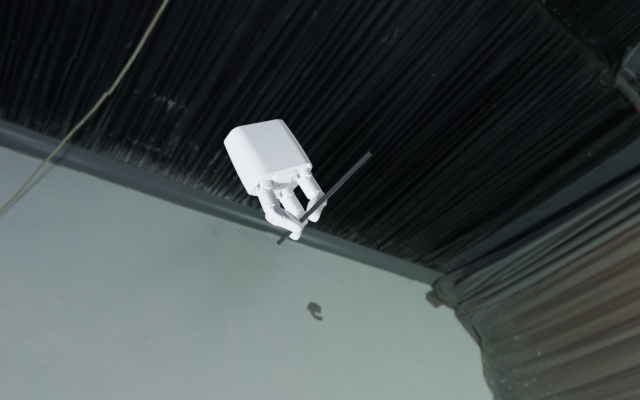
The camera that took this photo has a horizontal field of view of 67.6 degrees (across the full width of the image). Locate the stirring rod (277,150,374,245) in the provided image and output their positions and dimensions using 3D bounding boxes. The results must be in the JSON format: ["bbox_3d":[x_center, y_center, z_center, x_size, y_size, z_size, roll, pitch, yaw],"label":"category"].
[{"bbox_3d":[0.000,0.002,0.727,0.011,0.011,0.240,0,-35,-45],"label":"stirring rod"}]
